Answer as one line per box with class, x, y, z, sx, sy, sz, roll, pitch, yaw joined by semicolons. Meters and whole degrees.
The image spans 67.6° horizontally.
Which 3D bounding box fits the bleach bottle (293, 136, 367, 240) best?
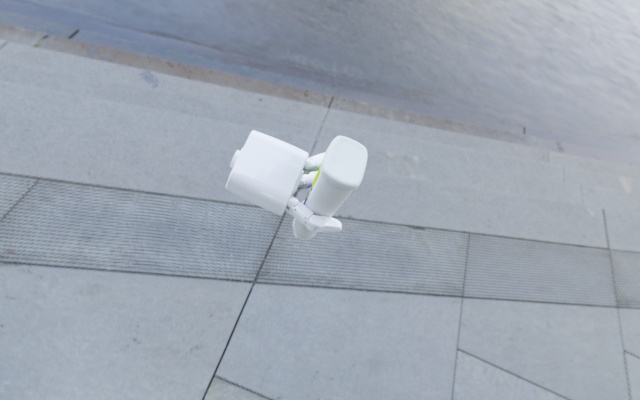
bleach bottle;0.000;0.003;0.840;0.068;0.102;0.251;25;-40;-6
